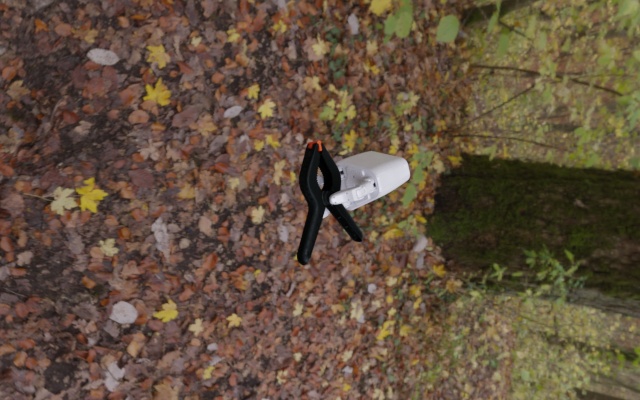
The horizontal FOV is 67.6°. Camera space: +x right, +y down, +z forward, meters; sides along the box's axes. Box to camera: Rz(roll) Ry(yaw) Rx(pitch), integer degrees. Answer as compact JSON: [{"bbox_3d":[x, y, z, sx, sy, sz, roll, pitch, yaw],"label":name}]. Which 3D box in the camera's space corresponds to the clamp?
[{"bbox_3d":[0.001,0.002,0.840,0.036,0.210,0.164,-4,16,43],"label":"clamp"}]
